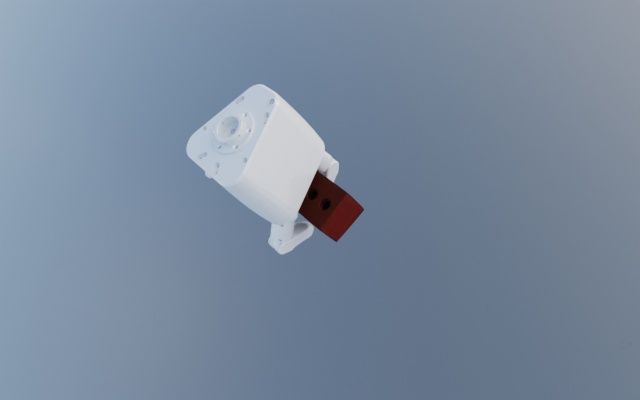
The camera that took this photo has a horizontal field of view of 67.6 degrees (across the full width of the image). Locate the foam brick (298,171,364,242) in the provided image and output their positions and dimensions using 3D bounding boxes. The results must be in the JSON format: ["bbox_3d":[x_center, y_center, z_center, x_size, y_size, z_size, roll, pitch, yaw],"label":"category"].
[{"bbox_3d":[0.000,0.002,0.560,0.078,0.053,0.051,37,-2,33],"label":"foam brick"}]
